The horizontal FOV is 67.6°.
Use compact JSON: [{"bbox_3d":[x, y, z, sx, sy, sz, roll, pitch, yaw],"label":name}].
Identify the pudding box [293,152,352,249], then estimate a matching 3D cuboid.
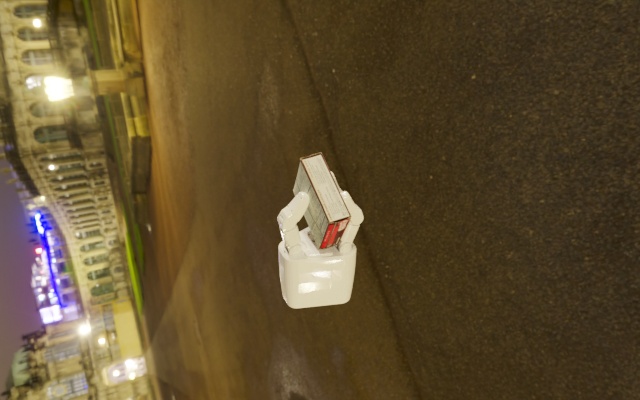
[{"bbox_3d":[0.000,0.002,0.693,0.039,0.113,0.090,-17,-24,-20],"label":"pudding box"}]
